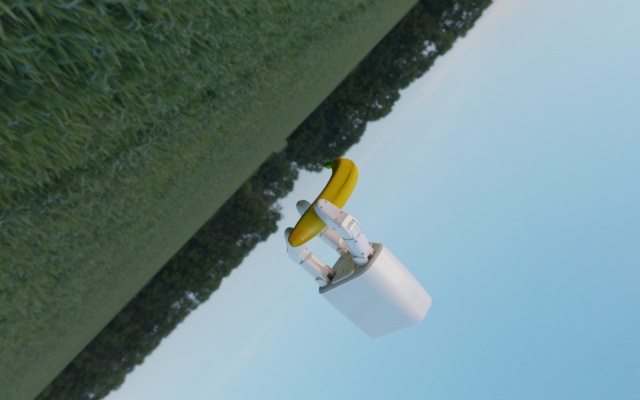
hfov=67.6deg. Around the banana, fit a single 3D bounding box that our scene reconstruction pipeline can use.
[{"bbox_3d":[0.014,-0.009,0.644,0.070,0.037,0.197,-34,17,34],"label":"banana"}]
